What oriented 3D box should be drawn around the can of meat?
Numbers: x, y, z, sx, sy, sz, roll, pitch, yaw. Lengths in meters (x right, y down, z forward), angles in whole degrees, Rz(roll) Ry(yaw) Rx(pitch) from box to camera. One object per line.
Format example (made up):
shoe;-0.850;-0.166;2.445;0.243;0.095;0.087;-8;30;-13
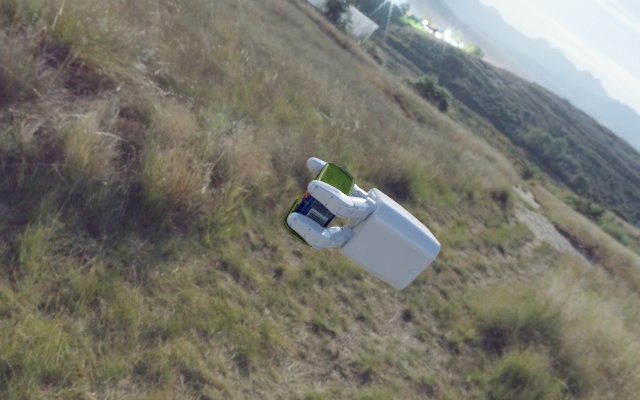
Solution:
can of meat;0.000;0.002;0.663;0.057;0.084;0.102;36;27;-5
